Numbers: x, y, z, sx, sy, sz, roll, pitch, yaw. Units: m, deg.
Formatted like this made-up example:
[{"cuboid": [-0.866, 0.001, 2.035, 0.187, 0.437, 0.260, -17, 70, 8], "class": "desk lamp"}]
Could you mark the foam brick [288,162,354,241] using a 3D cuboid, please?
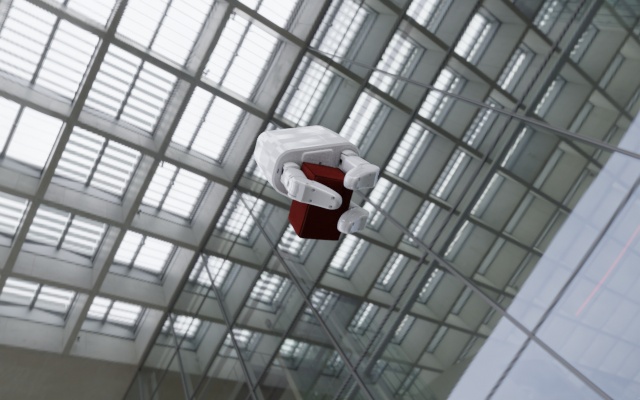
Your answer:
[{"cuboid": [0.000, 0.002, 0.568, 0.053, 0.078, 0.051, 8, 19, -24], "class": "foam brick"}]
